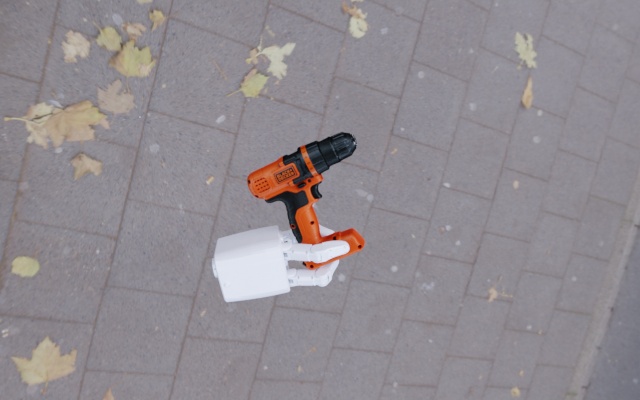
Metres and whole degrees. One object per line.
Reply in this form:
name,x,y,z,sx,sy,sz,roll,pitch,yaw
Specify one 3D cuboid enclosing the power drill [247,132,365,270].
power drill,0.000,0.003,0.761,0.184,0.188,0.057,-24,11,11
